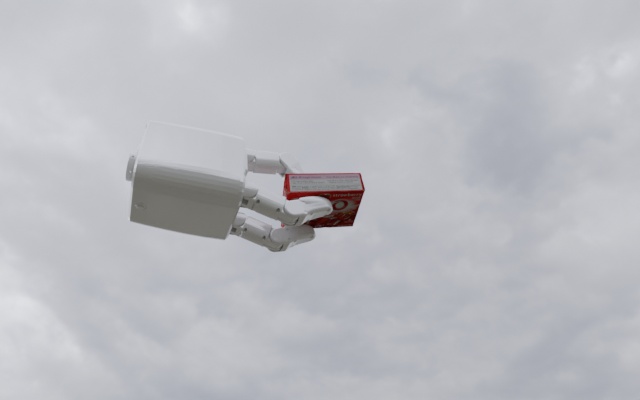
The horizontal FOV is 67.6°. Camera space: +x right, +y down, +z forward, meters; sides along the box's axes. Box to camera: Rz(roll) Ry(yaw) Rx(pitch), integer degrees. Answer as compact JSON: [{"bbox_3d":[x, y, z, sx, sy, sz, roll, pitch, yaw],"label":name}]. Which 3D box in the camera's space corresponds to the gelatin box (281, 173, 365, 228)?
[{"bbox_3d":[0.000,0.001,0.552,0.089,0.030,0.073,-2,-36,-11],"label":"gelatin box"}]
